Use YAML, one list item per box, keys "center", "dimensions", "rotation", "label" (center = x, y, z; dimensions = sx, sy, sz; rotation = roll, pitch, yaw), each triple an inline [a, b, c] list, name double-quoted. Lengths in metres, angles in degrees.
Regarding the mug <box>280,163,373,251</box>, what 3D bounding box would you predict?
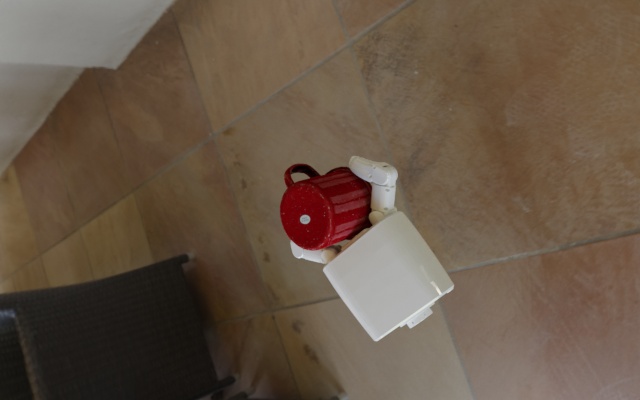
- center: [-0.001, 0.001, 0.567]
  dimensions: [0.081, 0.117, 0.093]
  rotation: [-16, -25, -49]
  label: "mug"
